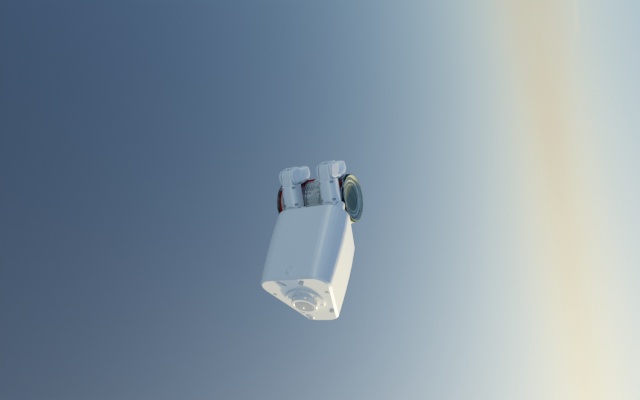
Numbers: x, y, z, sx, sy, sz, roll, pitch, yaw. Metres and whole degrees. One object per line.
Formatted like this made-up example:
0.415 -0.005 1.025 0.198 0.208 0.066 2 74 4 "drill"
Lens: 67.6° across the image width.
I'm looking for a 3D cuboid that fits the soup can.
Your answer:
0.001 0.002 0.664 0.102 0.068 0.068 -8 -4 27 "soup can"
